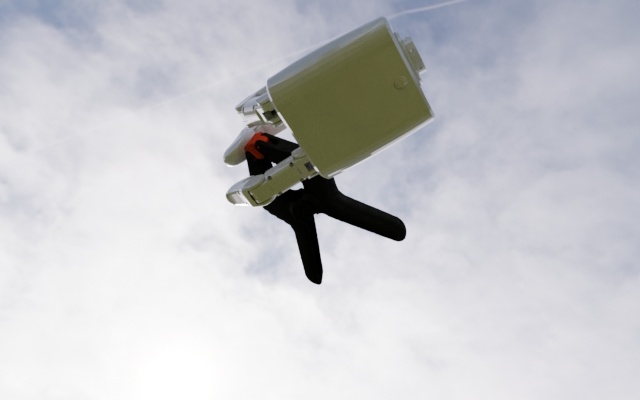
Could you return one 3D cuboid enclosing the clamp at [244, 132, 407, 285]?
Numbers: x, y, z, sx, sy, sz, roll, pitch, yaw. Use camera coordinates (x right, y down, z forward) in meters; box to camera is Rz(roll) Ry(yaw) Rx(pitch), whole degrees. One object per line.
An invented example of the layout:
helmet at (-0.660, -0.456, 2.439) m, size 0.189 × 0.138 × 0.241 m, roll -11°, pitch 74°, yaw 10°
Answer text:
clamp at (0.000, 0.001, 0.458) m, size 0.120 × 0.171 × 0.039 m, roll -26°, pitch 25°, yaw 18°
